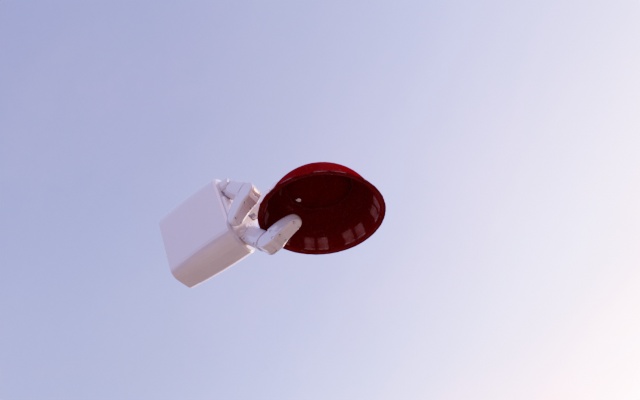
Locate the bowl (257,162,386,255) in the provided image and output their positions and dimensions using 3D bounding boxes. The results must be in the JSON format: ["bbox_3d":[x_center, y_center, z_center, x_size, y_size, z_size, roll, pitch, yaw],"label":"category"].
[{"bbox_3d":[0.001,0.001,0.616,0.162,0.055,0.162,-3,-42,-3],"label":"bowl"}]
